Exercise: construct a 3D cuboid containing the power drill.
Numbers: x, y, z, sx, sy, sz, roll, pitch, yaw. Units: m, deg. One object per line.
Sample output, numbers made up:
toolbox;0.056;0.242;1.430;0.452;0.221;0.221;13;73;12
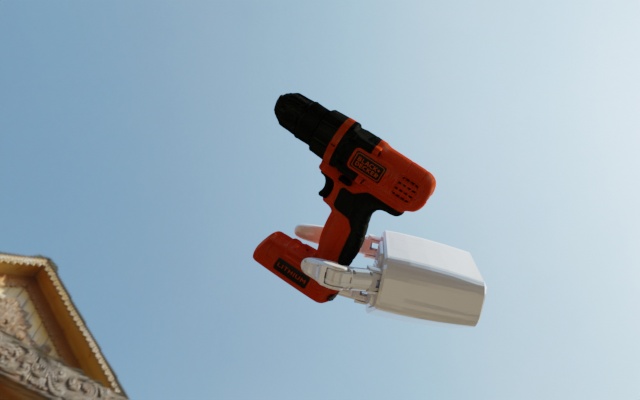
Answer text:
power drill;0.000;0.002;0.509;0.184;0.188;0.057;34;24;9
